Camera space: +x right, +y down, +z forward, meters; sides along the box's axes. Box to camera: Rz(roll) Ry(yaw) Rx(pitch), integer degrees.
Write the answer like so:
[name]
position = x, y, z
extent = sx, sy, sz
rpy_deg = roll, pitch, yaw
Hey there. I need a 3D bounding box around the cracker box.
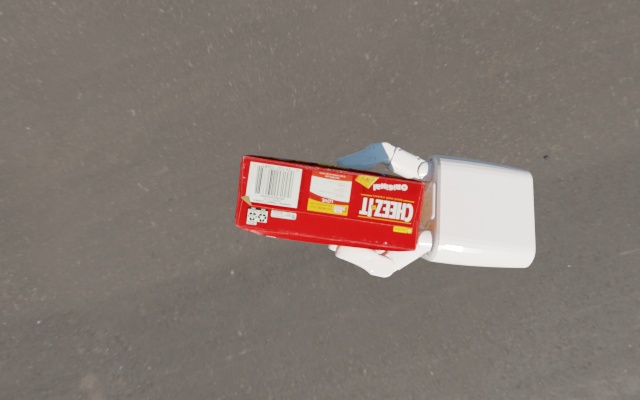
[cracker box]
position = 0.000, 0.002, 0.516
extent = 0.164, 0.072, 0.213
rpy_deg = 8, 1, -5
